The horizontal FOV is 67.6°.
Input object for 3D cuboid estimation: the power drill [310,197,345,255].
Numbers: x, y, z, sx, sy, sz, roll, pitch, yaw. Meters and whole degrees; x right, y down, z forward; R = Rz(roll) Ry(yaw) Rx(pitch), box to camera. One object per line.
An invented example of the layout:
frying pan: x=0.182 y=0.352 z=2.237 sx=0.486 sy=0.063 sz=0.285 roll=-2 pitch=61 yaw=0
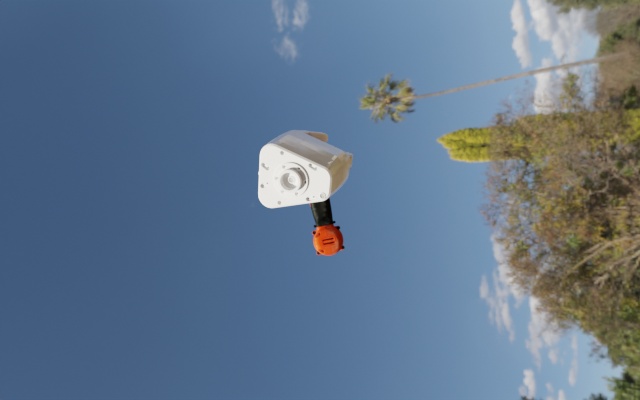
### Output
power drill: x=0.000 y=0.002 z=0.830 sx=0.057 sy=0.187 sz=0.184 roll=-14 pitch=-3 yaw=-2
